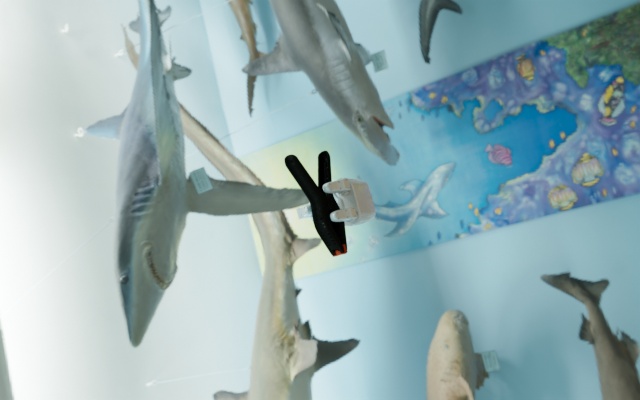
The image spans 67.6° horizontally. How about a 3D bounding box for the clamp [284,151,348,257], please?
[{"bbox_3d":[0.000,0.004,0.889,0.036,0.210,0.164,-18,-6,26],"label":"clamp"}]
